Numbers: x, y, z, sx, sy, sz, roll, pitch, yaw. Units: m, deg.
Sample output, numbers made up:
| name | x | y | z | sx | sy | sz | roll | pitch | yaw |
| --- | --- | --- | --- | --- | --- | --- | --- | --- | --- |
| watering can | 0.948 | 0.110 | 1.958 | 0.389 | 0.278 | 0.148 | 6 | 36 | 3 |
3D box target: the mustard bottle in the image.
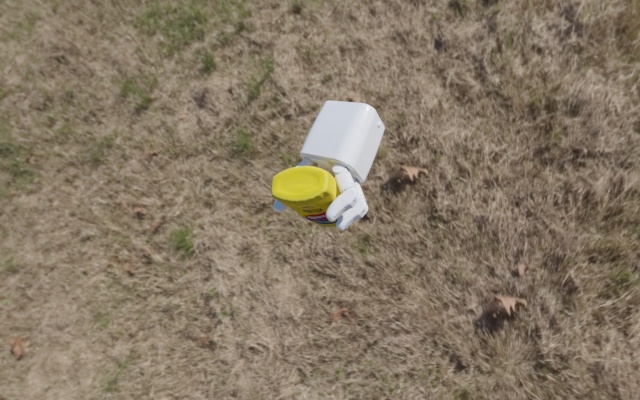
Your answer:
| name | x | y | z | sx | sy | sz | roll | pitch | yaw |
| --- | --- | --- | --- | --- | --- | --- | --- | --- | --- |
| mustard bottle | 0.000 | 0.003 | 0.797 | 0.096 | 0.058 | 0.192 | -7 | -20 | 20 |
